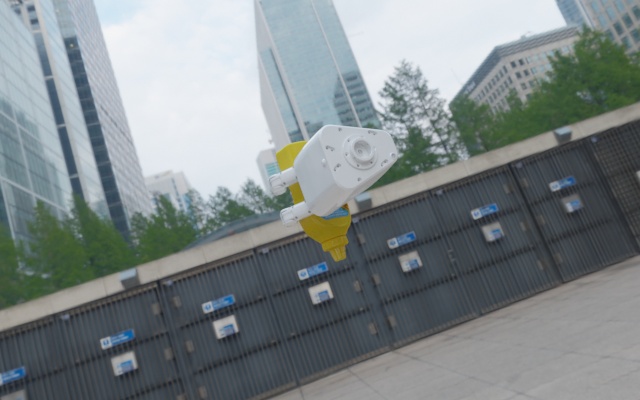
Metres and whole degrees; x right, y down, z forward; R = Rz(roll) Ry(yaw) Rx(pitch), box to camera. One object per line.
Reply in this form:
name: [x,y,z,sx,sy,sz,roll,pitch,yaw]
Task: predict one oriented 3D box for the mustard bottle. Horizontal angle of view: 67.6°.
mustard bottle: [0.000,0.002,0.752,0.058,0.191,0.096,-29,-15,39]
